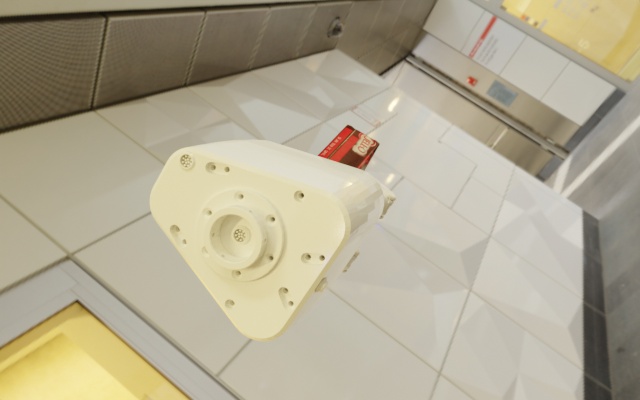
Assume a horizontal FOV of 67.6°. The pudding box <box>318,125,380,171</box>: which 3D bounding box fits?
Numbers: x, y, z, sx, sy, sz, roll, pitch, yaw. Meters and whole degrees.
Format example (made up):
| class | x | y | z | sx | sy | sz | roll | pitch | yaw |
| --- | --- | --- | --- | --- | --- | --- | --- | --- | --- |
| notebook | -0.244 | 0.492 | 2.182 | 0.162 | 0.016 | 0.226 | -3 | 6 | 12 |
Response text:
| class | x | y | z | sx | sy | sz | roll | pitch | yaw |
| --- | --- | --- | --- | --- | --- | --- | --- | --- | --- |
| pudding box | 0.000 | 0.001 | 0.411 | 0.039 | 0.114 | 0.090 | 35 | 42 | 6 |
